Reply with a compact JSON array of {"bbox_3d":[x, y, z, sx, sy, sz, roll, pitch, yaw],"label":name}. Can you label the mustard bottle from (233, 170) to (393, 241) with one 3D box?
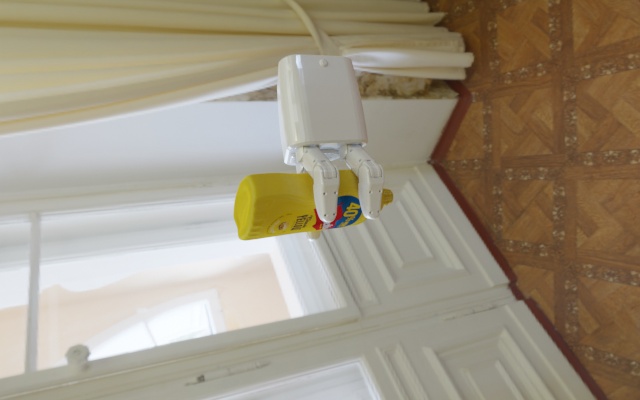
[{"bbox_3d":[0.000,0.002,0.560,0.191,0.058,0.096,-5,-31,-24],"label":"mustard bottle"}]
